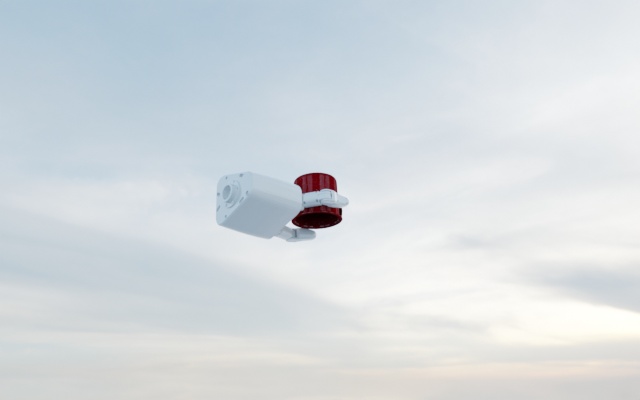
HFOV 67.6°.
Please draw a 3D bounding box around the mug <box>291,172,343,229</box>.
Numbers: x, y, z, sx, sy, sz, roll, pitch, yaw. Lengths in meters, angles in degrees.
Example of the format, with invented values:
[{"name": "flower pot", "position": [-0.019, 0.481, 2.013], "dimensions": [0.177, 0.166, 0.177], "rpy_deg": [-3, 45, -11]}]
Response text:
[{"name": "mug", "position": [0.001, 0.003, 0.887], "dimensions": [0.093, 0.081, 0.117], "rpy_deg": [-23, -29, 40]}]
